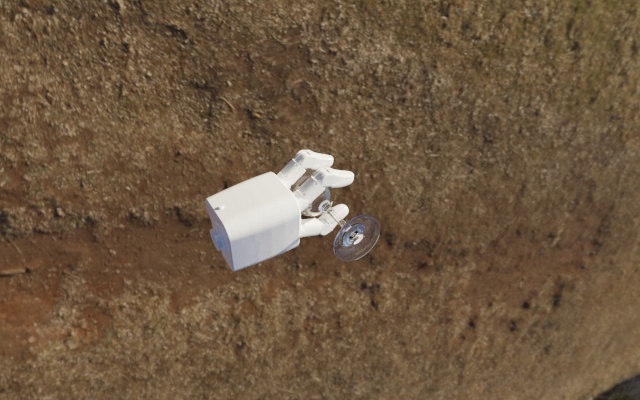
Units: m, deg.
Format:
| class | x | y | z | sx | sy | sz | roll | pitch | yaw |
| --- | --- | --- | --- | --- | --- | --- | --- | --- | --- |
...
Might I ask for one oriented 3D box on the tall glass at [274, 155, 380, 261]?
| class | x | y | z | sx | sy | sz | roll | pitch | yaw |
| --- | --- | --- | --- | --- | --- | --- | --- | --- | --- |
| tall glass | 0.001 | 0.003 | 0.710 | 0.079 | 0.079 | 0.201 | 0 | 30 | -35 |
